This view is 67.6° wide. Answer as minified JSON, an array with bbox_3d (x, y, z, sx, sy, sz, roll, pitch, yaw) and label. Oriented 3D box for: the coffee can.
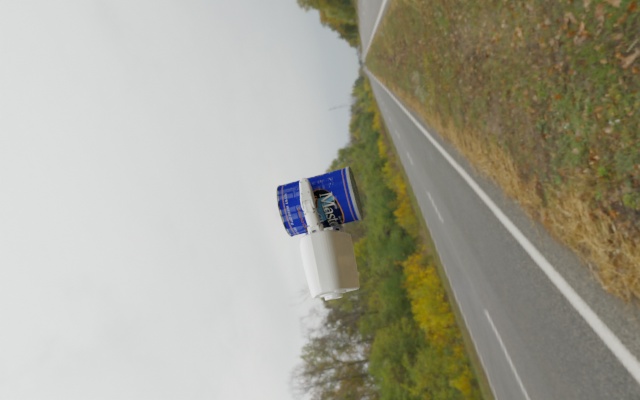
[{"bbox_3d":[0.000,0.003,0.899,0.140,0.103,0.103,-14,-2,9],"label":"coffee can"}]
